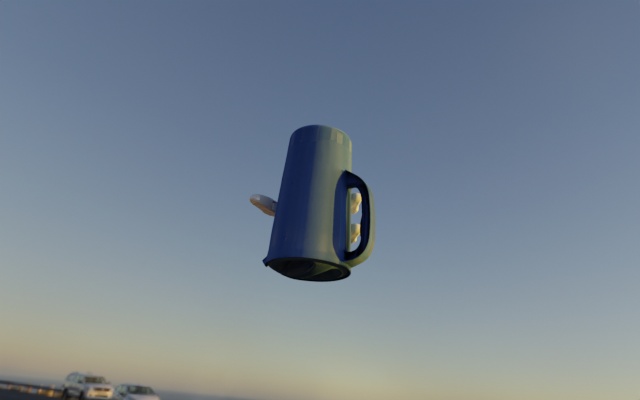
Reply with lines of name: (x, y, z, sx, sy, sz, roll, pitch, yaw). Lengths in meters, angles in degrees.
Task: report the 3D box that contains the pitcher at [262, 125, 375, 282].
pitcher: (0.000, 0.003, 0.772, 0.149, 0.242, 0.145, 11, -24, -12)
